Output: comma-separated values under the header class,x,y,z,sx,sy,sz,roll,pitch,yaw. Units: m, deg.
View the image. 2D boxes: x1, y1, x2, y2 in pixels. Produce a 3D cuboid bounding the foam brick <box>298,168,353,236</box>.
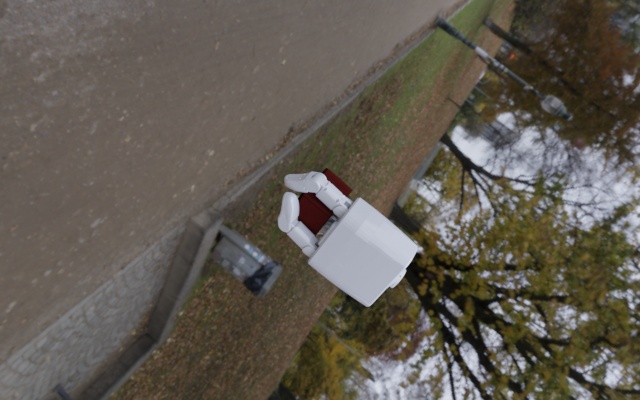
class,x,y,z,sx,sy,sz,roll,pitch,yaw
foam brick,0.000,0.002,0.683,0.078,0.051,0.053,-48,-4,-46
